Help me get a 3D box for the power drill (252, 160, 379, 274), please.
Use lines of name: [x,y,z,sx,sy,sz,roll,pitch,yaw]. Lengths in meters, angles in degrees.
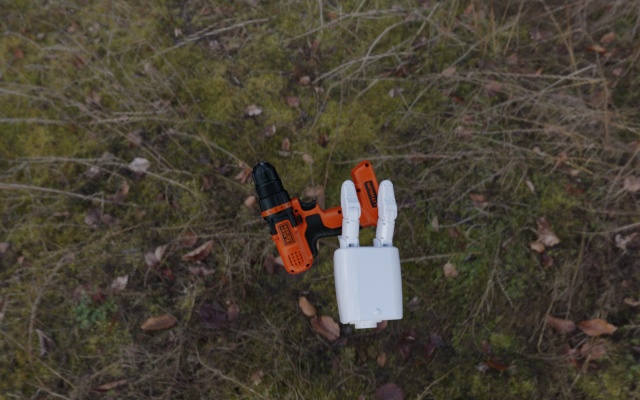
power drill: [0.001,0.003,0.756,0.187,0.184,0.057,-21,4,0]
